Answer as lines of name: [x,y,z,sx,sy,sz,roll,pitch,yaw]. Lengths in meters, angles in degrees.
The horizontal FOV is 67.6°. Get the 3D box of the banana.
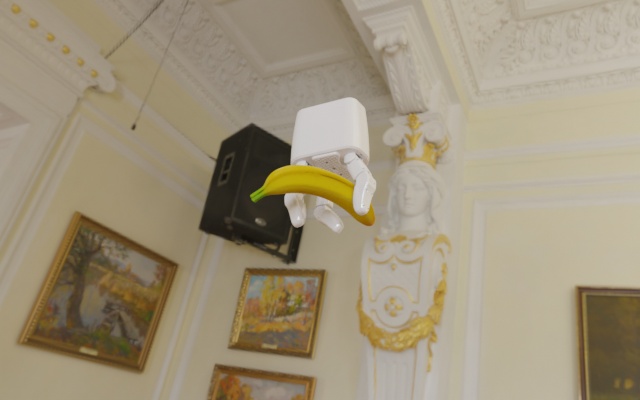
banana: [0.006,-0.010,0.663,0.198,0.037,0.070,14,-46,-26]
